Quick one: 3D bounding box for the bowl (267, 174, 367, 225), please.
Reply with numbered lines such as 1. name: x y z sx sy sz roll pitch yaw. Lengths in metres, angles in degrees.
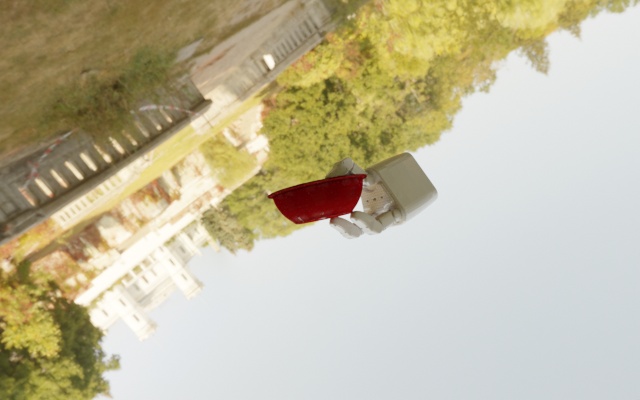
1. bowl: -0.001 0.003 0.757 0.162 0.055 0.162 -12 -4 -1
